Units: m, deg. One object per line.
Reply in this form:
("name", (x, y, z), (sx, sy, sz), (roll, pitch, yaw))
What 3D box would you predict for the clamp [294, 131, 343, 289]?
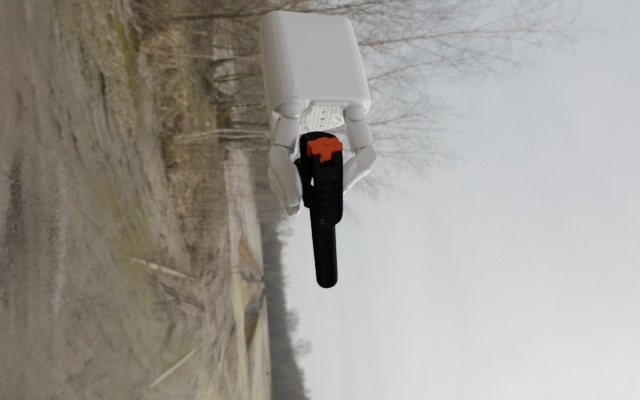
("clamp", (0.001, 0.001, 0.486), (0.036, 0.164, 0.210), (-11, -14, -8))
